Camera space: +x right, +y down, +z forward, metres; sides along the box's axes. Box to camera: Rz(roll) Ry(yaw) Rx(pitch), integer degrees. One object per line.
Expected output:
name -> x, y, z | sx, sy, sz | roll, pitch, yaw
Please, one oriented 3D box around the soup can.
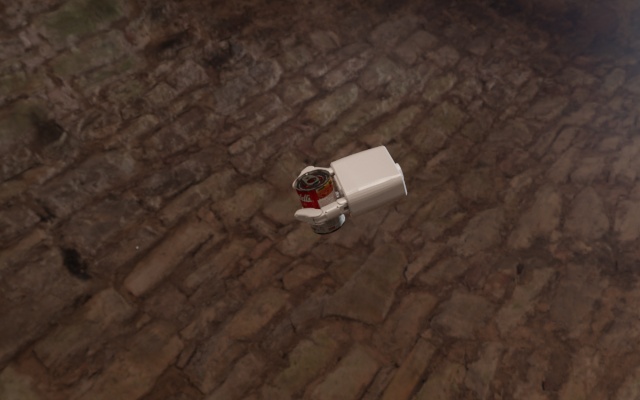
soup can -> 0.000, 0.003, 0.873 | 0.068, 0.102, 0.068 | -15, 31, 9
